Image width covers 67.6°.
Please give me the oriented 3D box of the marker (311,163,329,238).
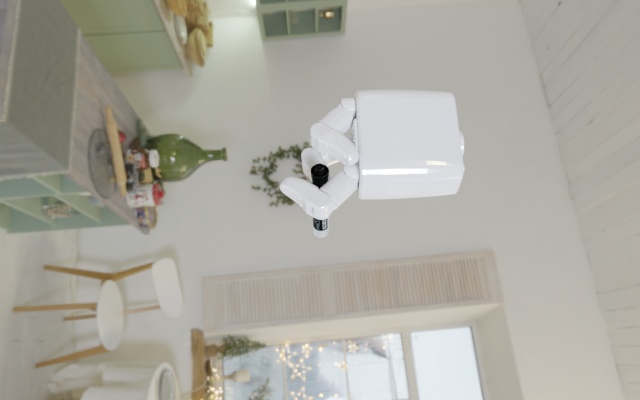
[{"bbox_3d":[0.000,0.002,0.520,0.020,0.020,0.121,0,-36,1],"label":"marker"}]
